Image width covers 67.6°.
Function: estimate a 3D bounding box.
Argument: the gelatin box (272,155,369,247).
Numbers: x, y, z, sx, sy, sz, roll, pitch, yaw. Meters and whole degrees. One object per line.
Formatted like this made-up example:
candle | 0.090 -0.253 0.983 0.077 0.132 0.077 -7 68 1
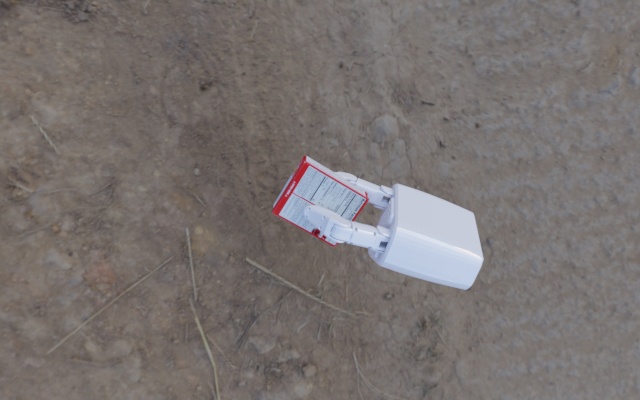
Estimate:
gelatin box | 0.000 0.002 0.553 0.089 0.073 0.030 29 17 -12
